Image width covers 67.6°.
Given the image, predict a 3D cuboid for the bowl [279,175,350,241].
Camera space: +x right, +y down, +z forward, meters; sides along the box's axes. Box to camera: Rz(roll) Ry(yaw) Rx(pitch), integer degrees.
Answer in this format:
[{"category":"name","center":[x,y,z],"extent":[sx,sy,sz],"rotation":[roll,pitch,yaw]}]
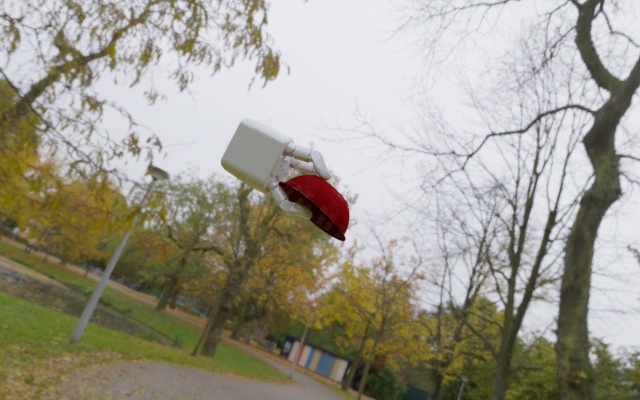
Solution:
[{"category":"bowl","center":[0.001,0.003,0.879],"extent":[0.162,0.055,0.162],"rotation":[40,-12,10]}]
